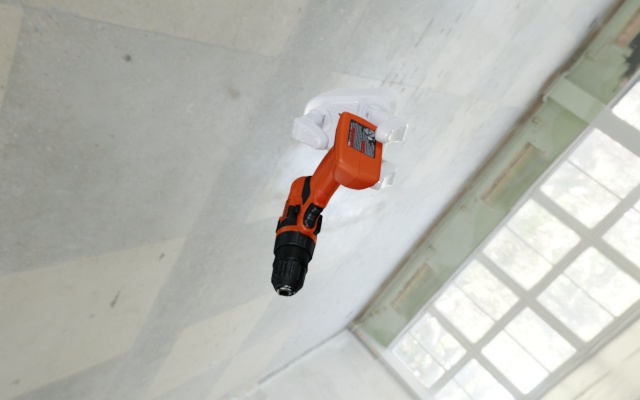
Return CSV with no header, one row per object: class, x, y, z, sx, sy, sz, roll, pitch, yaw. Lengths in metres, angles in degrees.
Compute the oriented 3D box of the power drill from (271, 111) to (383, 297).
power drill,0.000,0.001,0.565,0.057,0.184,0.188,24,-46,-17
